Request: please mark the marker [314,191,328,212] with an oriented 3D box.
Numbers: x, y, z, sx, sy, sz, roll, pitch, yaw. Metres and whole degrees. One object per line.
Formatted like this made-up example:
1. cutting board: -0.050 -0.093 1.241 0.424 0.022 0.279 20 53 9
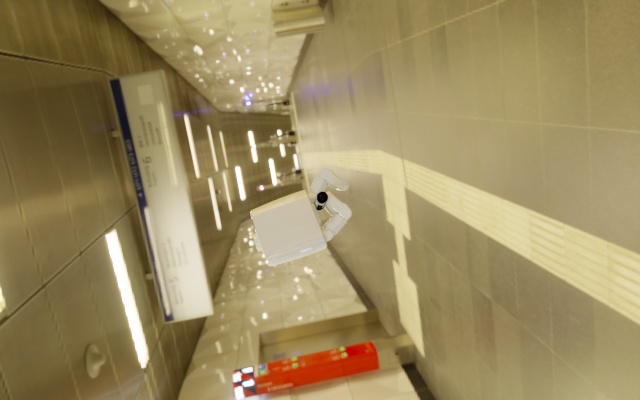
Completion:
1. marker: 0.000 0.003 0.822 0.020 0.020 0.121 0 -8 -3
